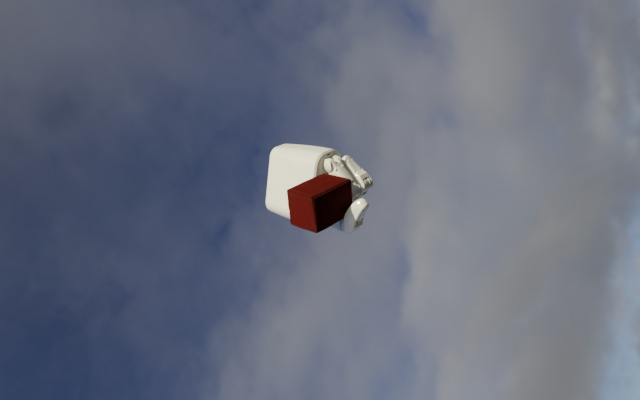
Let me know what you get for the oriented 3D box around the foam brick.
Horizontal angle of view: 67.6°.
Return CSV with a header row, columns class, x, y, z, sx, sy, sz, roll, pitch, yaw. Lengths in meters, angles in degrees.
class,x,y,z,sx,sy,sz,roll,pitch,yaw
foam brick,0.000,0.002,0.649,0.051,0.053,0.078,16,30,40
